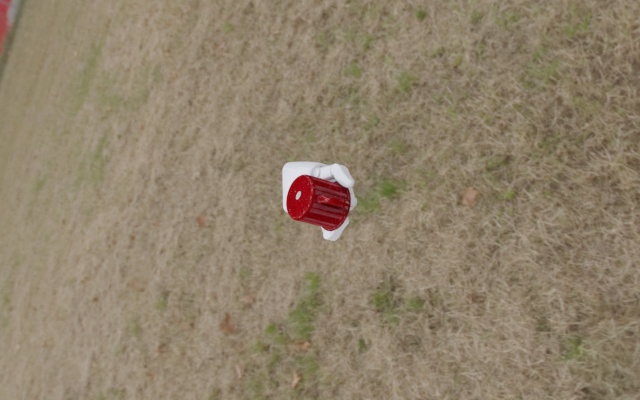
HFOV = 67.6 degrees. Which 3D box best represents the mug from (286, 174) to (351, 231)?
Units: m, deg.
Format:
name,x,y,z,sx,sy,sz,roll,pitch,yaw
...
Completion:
name,x,y,z,sx,sy,sz,roll,pitch,yaw
mug,0.001,0.003,0.829,0.081,0.093,0.117,15,-4,-36
